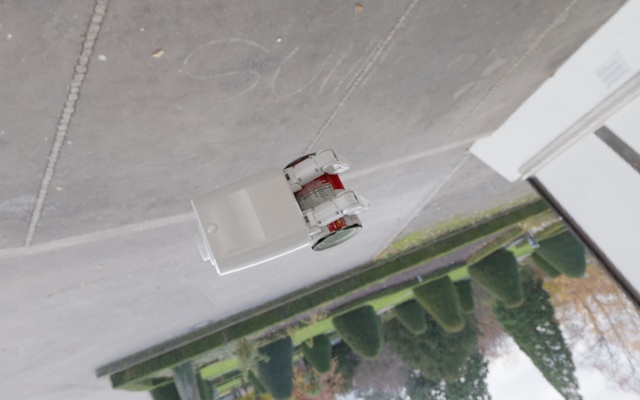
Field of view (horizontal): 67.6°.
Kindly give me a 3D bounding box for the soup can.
[{"bbox_3d":[0.001,0.002,0.577,0.068,0.102,0.068,-23,-16,-7],"label":"soup can"}]
